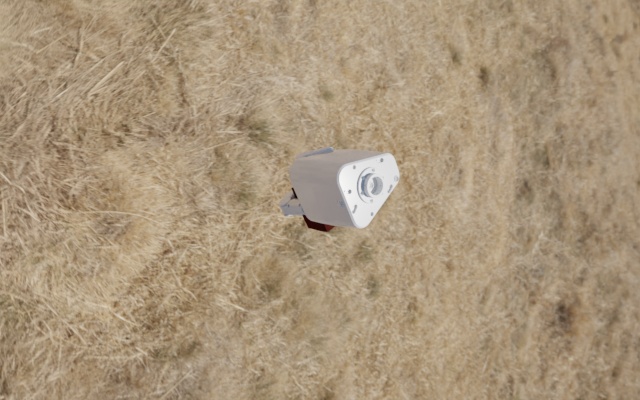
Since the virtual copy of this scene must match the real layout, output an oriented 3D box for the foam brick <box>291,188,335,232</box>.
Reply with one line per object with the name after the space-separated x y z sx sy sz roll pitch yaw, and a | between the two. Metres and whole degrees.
0.000 0.003 0.749 0.053 0.078 0.051 -37 27 -30 | foam brick
